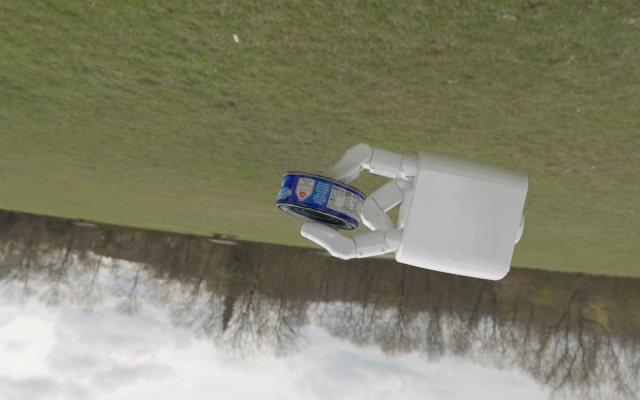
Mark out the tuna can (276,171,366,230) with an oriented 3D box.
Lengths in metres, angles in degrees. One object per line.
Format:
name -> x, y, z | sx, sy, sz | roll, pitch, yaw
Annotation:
tuna can -> 0.000, 0.002, 0.475 | 0.086, 0.033, 0.086 | 16, -10, 3
